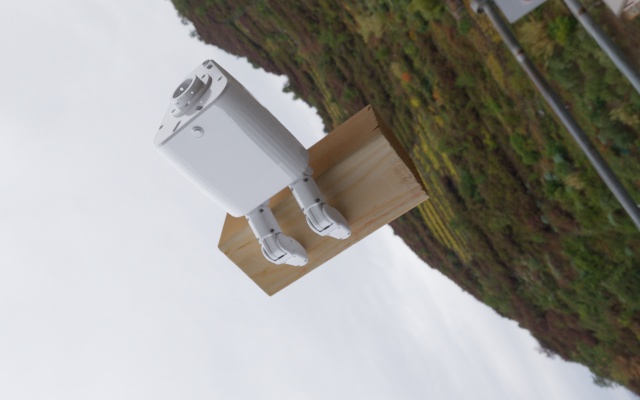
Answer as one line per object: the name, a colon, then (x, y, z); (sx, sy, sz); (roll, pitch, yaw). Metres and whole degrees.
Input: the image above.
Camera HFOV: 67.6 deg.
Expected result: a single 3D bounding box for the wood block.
wood block: (0.000, 0.001, 0.520); (0.206, 0.090, 0.090); (-34, 26, 17)
